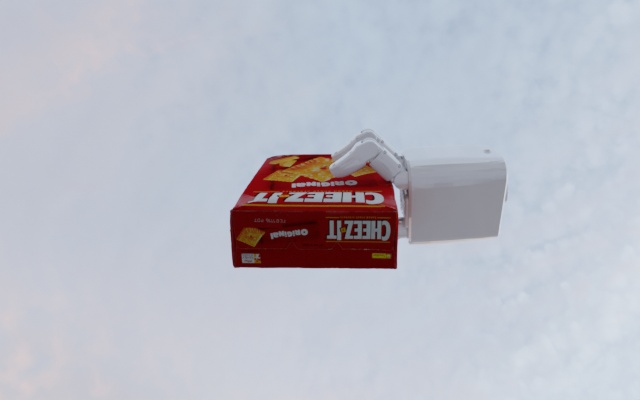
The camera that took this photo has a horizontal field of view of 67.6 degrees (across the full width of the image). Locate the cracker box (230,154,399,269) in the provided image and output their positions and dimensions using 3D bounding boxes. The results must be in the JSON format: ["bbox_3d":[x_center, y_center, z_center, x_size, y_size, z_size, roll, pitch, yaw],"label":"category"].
[{"bbox_3d":[0.000,0.002,0.555,0.164,0.072,0.213,-1,19,4],"label":"cracker box"}]
